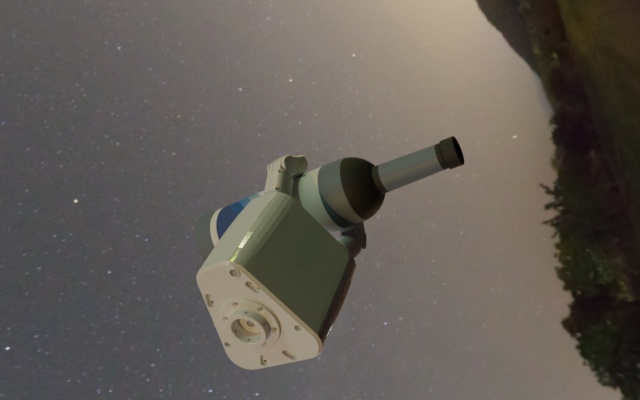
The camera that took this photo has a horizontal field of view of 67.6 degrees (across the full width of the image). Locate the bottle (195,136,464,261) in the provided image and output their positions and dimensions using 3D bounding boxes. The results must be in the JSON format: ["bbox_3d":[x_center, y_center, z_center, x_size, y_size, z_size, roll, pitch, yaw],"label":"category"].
[{"bbox_3d":[0.000,0.002,0.490,0.296,0.069,0.069,-21,-10,27],"label":"bottle"}]
